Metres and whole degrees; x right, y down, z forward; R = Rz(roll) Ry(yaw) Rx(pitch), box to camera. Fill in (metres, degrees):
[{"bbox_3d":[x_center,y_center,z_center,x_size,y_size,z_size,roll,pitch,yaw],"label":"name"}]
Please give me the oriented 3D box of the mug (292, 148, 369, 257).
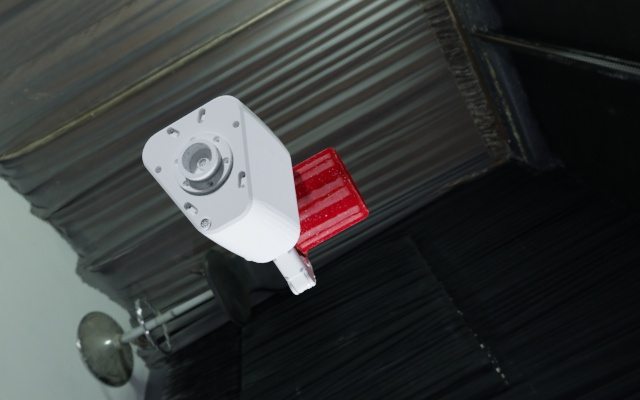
[{"bbox_3d":[0.001,0.002,0.506,0.081,0.093,0.117,-29,-21,6],"label":"mug"}]
